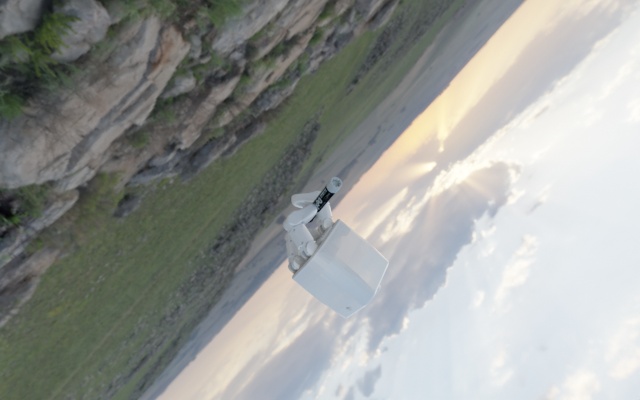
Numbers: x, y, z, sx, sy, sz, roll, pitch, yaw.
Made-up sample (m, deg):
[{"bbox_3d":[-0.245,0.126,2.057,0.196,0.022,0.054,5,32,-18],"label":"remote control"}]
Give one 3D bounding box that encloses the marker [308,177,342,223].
[{"bbox_3d":[0.000,0.002,0.723,0.020,0.020,0.121,0,-28,-25],"label":"marker"}]
